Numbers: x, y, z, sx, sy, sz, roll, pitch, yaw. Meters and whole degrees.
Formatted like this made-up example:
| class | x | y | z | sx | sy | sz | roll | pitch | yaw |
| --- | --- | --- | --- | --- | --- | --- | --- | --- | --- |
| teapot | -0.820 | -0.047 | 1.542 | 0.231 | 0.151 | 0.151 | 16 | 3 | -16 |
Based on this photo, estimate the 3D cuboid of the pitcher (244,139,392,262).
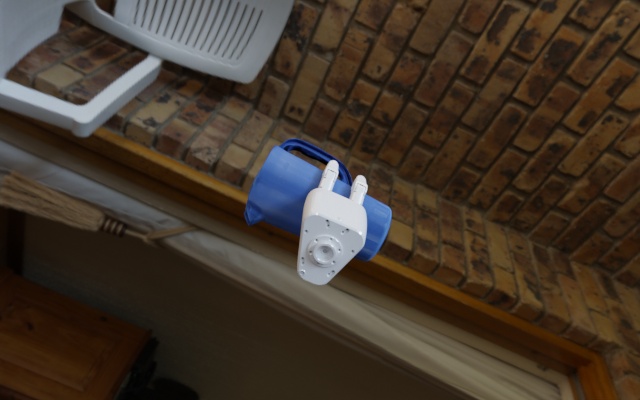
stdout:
| class | x | y | z | sx | sy | sz | roll | pitch | yaw |
| --- | --- | --- | --- | --- | --- | --- | --- | --- | --- |
| pitcher | 0.000 | 0.003 | 0.843 | 0.243 | 0.149 | 0.145 | 25 | 18 | -4 |
